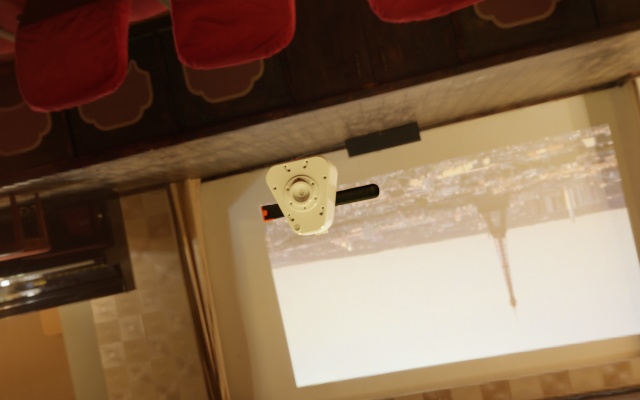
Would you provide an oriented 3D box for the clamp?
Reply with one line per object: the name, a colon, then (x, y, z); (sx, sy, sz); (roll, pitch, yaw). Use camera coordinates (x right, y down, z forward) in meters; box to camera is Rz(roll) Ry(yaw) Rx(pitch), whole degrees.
clamp: (0.000, 0.004, 0.860); (0.210, 0.036, 0.164); (-12, -1, 5)
